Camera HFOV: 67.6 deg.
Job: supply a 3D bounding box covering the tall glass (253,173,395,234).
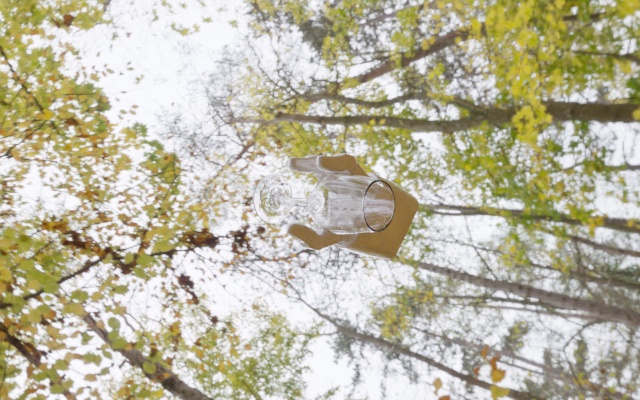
[{"bbox_3d":[0.000,0.002,0.632,0.079,0.079,0.201,0,2,-44],"label":"tall glass"}]
